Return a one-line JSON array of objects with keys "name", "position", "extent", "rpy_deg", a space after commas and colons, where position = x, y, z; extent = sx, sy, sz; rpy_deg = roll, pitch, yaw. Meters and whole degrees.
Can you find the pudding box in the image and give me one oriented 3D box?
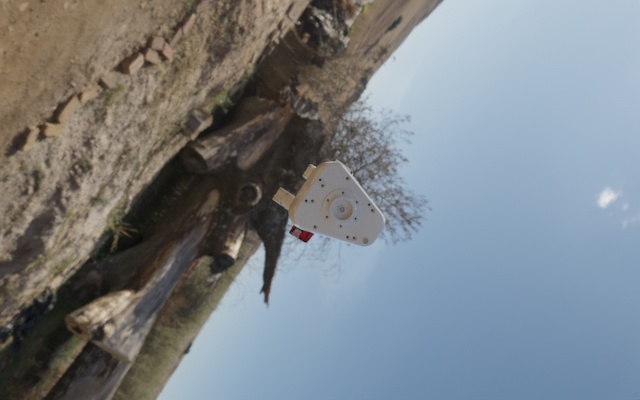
[{"name": "pudding box", "position": [0.000, 0.003, 0.752], "extent": [0.039, 0.113, 0.090], "rpy_deg": [34, -30, -4]}]
